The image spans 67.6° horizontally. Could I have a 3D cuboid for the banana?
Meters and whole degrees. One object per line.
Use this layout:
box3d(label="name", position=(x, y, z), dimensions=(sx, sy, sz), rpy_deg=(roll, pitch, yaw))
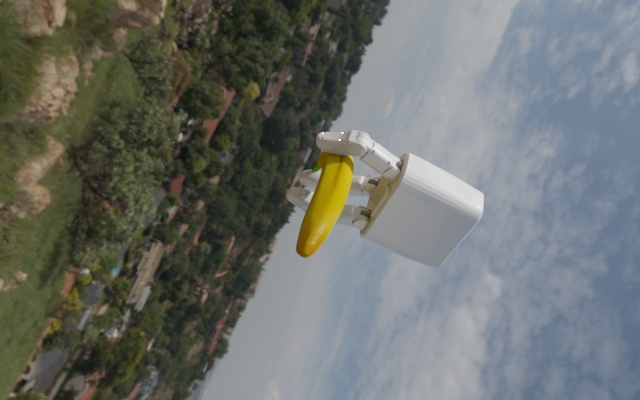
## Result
box3d(label="banana", position=(0.009, -0.014, 0.535), dimensions=(0.037, 0.070, 0.197), rpy_deg=(27, 29, -10))
